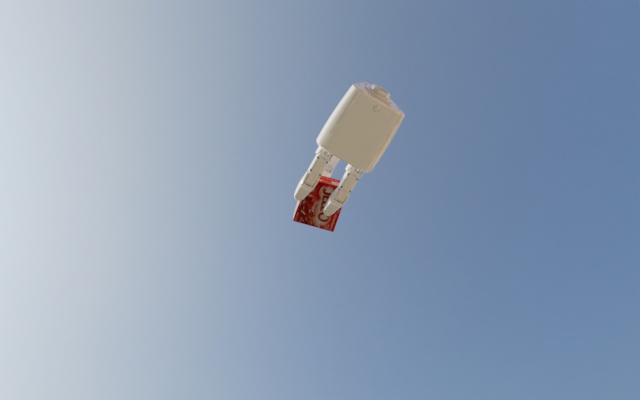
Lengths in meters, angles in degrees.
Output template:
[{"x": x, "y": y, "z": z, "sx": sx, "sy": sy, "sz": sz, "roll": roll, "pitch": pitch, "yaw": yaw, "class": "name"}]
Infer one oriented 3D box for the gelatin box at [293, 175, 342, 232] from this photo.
[{"x": 0.000, "y": 0.003, "z": 0.804, "sx": 0.073, "sy": 0.089, "sz": 0.030, "roll": 16, "pitch": 29, "yaw": -6, "class": "gelatin box"}]
